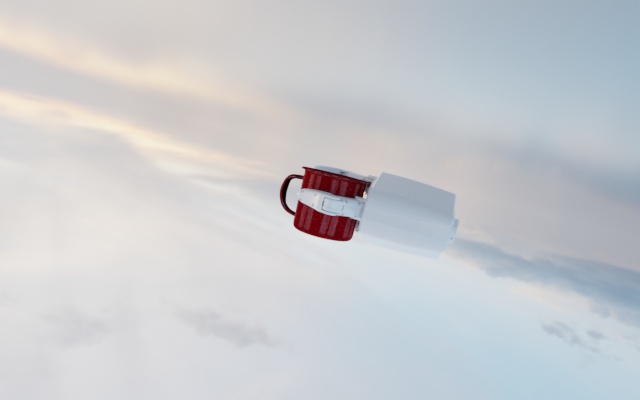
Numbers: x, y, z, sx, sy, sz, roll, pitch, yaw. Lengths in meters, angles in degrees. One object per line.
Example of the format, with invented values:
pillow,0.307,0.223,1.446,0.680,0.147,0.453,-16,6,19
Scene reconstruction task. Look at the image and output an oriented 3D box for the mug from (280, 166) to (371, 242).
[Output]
mug,-0.001,0.002,0.631,0.117,0.081,0.093,15,5,13
